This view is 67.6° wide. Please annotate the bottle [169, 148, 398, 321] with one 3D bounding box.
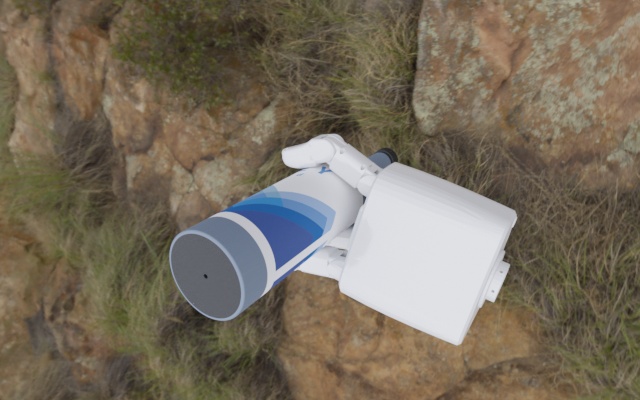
[{"bbox_3d":[0.000,0.001,0.429,0.069,0.069,0.295,0,19,33],"label":"bottle"}]
